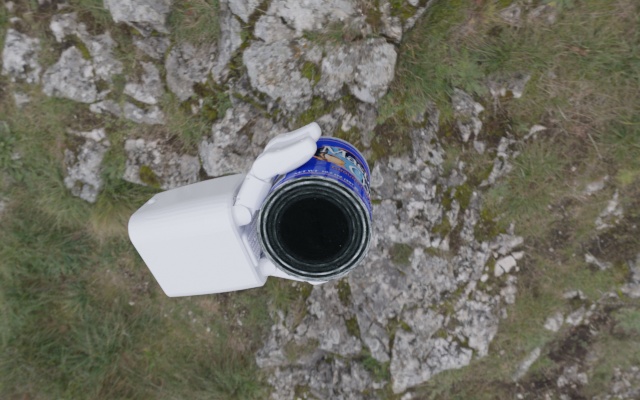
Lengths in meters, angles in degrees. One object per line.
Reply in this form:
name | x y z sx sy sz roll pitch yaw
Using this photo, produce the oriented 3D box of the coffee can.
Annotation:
coffee can | 0.000 0.002 0.481 0.103 0.103 0.140 0 21 5
